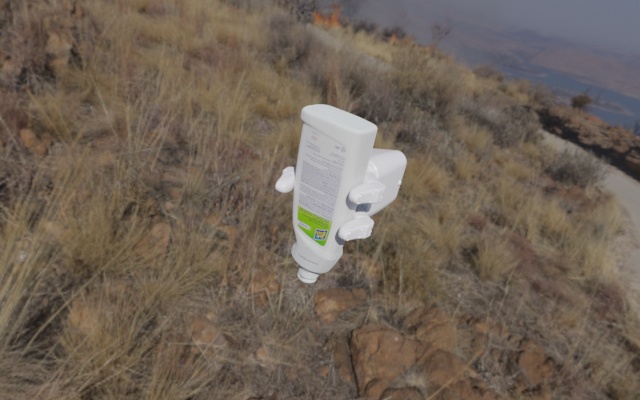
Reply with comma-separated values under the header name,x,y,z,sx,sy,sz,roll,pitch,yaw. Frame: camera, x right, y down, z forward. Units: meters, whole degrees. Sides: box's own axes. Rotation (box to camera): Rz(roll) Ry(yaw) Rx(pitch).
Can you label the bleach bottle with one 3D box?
name,x,y,z,sx,sy,sz,roll,pitch,yaw
bleach bottle,0.000,0.002,0.667,0.102,0.251,0.068,28,29,27
